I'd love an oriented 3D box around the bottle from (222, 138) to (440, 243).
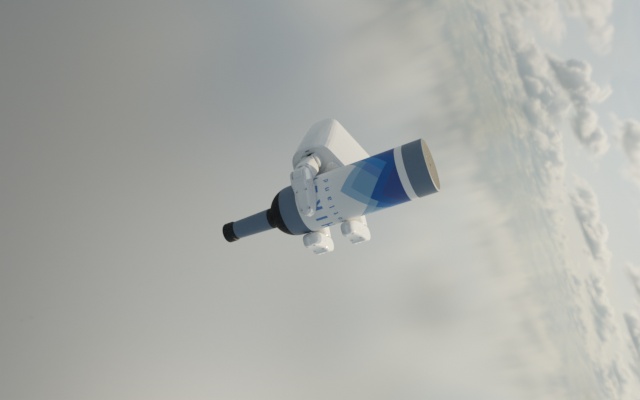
[{"bbox_3d":[0.000,0.002,0.613,0.296,0.069,0.069,-19,-7,22],"label":"bottle"}]
